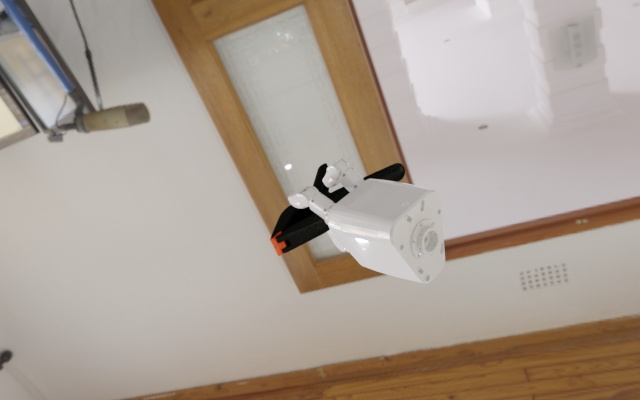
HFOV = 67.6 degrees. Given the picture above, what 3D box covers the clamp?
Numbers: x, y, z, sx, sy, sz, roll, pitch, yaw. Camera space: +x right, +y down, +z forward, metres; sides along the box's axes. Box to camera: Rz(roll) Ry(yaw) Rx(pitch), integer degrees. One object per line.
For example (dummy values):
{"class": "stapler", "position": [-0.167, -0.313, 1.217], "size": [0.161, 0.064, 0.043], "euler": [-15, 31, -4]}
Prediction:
{"class": "clamp", "position": [0.000, 0.003, 0.688], "size": [0.210, 0.036, 0.164], "euler": [-38, 28, -28]}
